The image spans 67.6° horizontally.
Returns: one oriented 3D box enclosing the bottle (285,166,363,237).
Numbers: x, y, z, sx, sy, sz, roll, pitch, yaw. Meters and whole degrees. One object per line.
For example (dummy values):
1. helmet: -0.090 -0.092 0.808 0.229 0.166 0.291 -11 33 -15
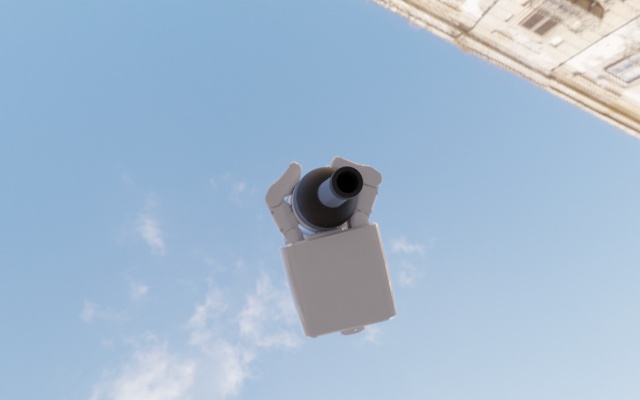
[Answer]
1. bottle: 0.000 0.002 0.543 0.069 0.069 0.296 0 -7 -9
